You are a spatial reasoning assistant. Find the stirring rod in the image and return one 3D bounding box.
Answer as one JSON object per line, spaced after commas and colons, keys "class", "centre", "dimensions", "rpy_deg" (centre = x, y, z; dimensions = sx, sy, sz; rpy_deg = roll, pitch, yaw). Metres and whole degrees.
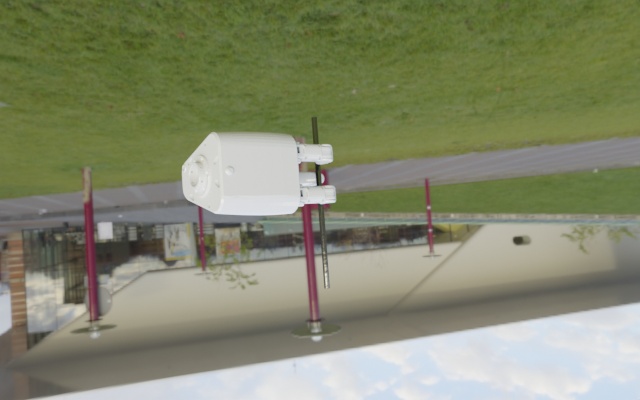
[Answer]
{"class": "stirring rod", "centre": [0.000, 0.002, 0.670], "dimensions": [0.011, 0.239, 0.011], "rpy_deg": [-4, -3, 0]}
